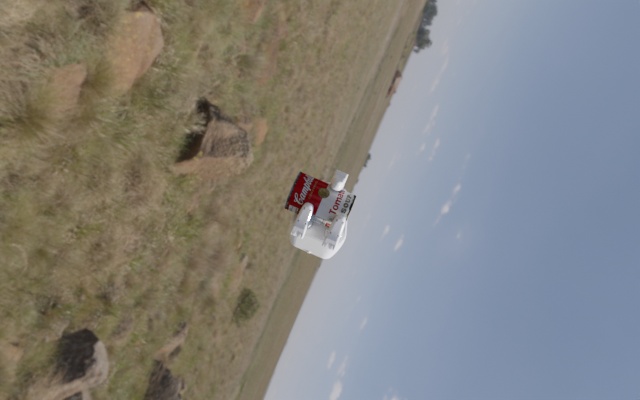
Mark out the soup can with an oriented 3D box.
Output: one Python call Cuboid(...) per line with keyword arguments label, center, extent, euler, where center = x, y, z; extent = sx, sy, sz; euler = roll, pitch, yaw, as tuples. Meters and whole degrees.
Cuboid(label="soup can", center=(0.001, 0.002, 0.790), extent=(0.102, 0.068, 0.068), euler=(23, 1, 2))
